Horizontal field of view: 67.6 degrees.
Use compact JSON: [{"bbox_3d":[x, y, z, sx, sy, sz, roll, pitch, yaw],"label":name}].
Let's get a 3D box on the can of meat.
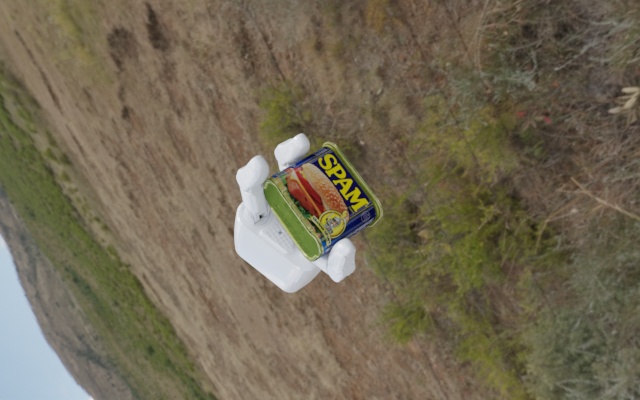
[{"bbox_3d":[0.000,0.002,0.502,0.084,0.102,0.057,-31,-12,-25],"label":"can of meat"}]
